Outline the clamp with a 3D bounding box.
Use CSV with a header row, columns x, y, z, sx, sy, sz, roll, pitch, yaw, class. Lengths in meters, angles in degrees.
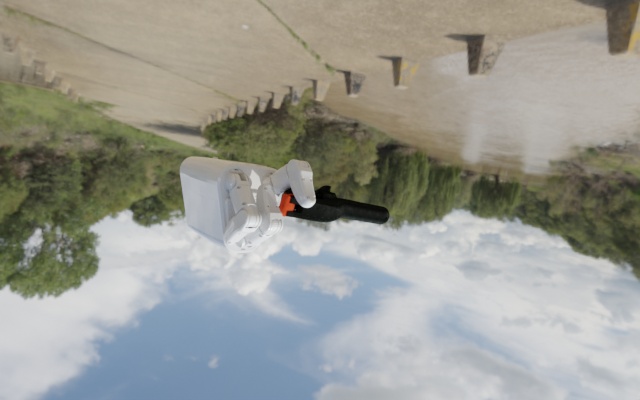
x,y,z,sx,sy,sz,roll,pitch,yaw,class
0.000,0.003,0.641,0.171,0.039,0.120,7,7,-45,clamp
